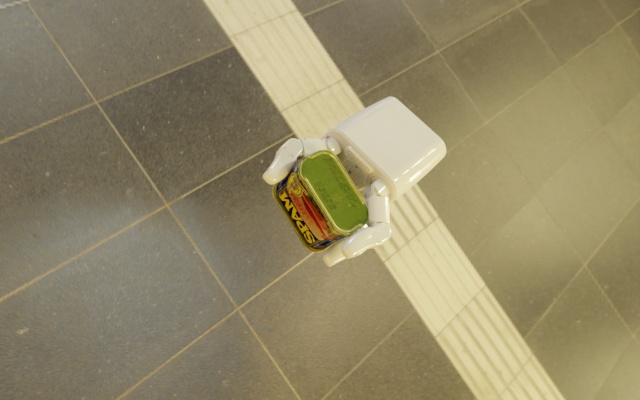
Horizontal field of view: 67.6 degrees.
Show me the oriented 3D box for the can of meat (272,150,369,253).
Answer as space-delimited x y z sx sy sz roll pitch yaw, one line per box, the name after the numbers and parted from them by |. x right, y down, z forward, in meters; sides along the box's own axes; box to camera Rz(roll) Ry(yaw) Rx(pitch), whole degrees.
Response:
0.000 0.002 0.546 0.057 0.102 0.084 -32 -2 -29 | can of meat
